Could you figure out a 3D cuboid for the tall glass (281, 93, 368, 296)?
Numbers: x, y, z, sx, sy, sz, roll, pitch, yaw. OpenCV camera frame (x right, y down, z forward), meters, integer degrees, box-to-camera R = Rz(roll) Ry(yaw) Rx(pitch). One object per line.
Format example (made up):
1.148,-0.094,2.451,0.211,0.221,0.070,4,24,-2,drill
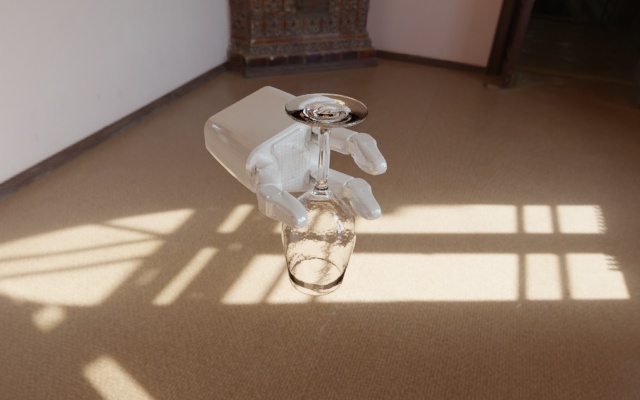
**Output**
0.000,0.001,0.477,0.079,0.201,0.079,2,33,-1,tall glass
